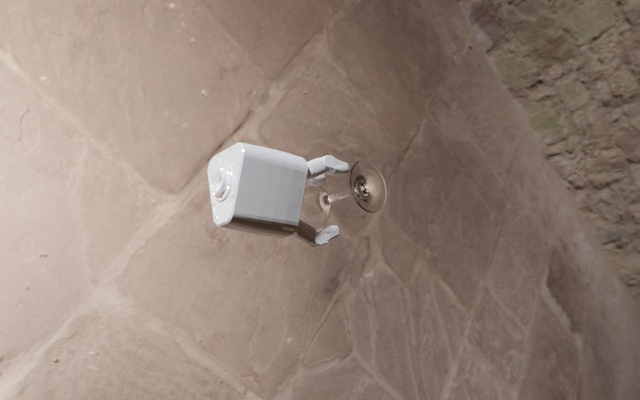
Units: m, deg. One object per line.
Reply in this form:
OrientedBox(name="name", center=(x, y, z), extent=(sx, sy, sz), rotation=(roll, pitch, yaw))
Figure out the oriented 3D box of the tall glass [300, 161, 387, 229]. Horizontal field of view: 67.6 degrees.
OrientedBox(name="tall glass", center=(0.001, 0.002, 0.728), extent=(0.079, 0.079, 0.201), rotation=(0, -13, -43))
